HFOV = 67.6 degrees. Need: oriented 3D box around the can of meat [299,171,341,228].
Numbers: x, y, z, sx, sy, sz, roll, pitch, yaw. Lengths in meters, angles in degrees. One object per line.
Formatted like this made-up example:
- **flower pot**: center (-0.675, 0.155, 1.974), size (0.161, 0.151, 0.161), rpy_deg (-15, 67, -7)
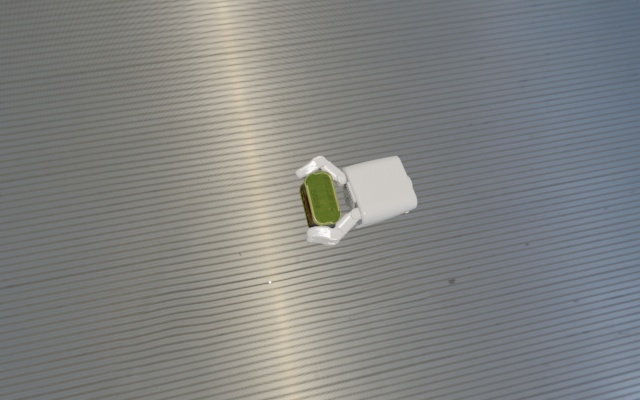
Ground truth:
- **can of meat**: center (0.000, 0.003, 0.867), size (0.057, 0.102, 0.084), rpy_deg (-13, -8, -8)
